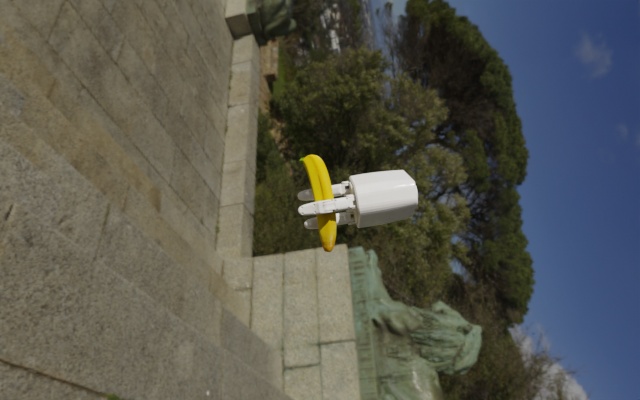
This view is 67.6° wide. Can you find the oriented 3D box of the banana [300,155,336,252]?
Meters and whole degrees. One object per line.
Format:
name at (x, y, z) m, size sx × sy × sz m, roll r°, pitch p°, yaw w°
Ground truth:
banana at (0.001, -0.008, 0.861) m, size 0.037 × 0.197 × 0.070 m, roll -9°, pitch -24°, yaw -11°
